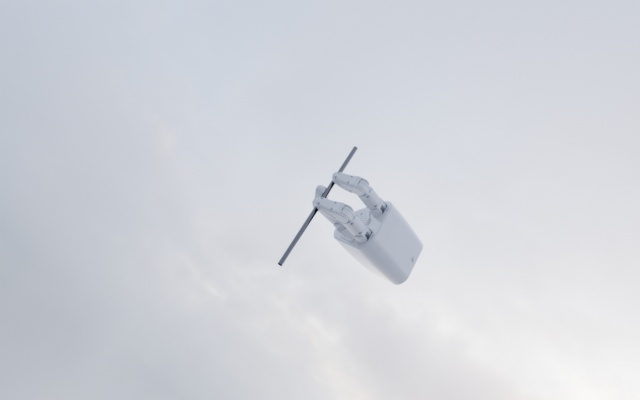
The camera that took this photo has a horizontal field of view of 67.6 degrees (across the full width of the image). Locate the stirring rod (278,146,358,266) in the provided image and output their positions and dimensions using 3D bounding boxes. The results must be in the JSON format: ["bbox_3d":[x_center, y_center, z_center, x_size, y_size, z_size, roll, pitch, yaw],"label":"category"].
[{"bbox_3d":[0.000,0.003,0.741,0.011,0.239,0.011,26,-28,15],"label":"stirring rod"}]
